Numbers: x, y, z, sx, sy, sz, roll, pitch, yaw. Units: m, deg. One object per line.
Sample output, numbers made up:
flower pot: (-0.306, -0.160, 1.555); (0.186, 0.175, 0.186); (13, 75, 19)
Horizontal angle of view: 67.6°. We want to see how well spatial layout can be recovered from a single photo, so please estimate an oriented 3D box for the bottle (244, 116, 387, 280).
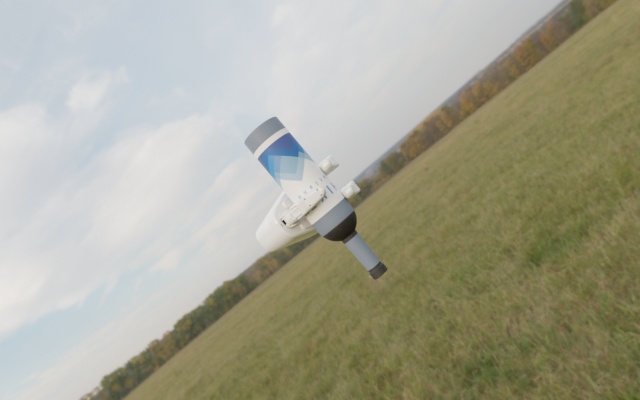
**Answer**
bottle: (0.000, 0.002, 0.748); (0.069, 0.295, 0.069); (-40, -1, -1)
